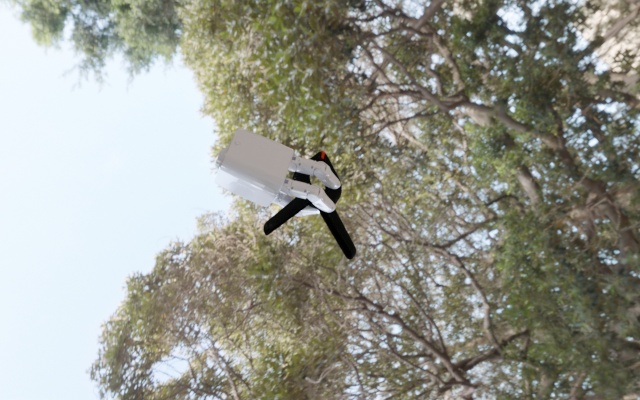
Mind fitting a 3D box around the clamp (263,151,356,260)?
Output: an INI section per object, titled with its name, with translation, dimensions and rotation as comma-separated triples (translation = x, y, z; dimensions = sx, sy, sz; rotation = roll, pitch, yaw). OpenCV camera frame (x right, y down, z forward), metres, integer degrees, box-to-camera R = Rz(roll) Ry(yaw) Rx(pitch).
[clamp]
translation = 0.000, 0.003, 0.850
dimensions = 0.164, 0.209, 0.036
rotation = 24, -39, -12
